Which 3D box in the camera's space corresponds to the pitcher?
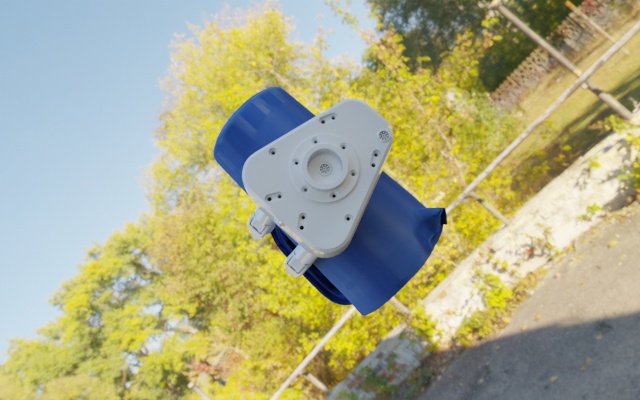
[{"bbox_3d":[0.000,0.002,0.519,0.243,0.149,0.145,43,-5,4],"label":"pitcher"}]
